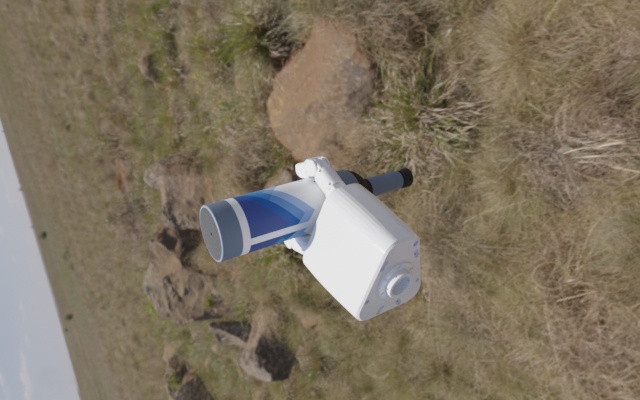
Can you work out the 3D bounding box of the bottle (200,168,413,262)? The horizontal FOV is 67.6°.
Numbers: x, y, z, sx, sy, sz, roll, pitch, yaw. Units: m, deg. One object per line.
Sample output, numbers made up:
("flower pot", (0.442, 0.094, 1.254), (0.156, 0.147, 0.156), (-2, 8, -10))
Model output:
("bottle", (0.000, 0.002, 0.606), (0.295, 0.069, 0.069), (-16, 8, -30))
